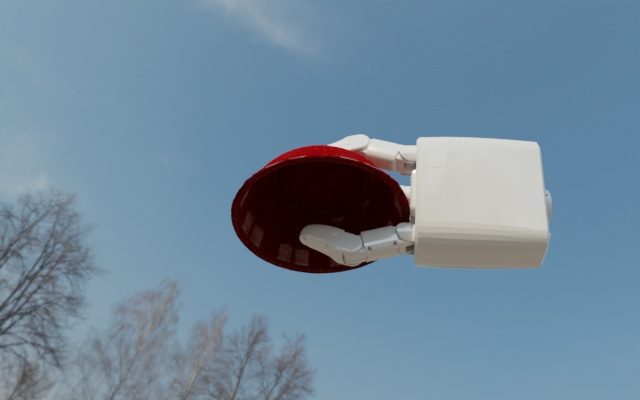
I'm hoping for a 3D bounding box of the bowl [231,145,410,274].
[{"bbox_3d":[-0.001,0.001,0.449,0.162,0.055,0.162,0,-43,0],"label":"bowl"}]
